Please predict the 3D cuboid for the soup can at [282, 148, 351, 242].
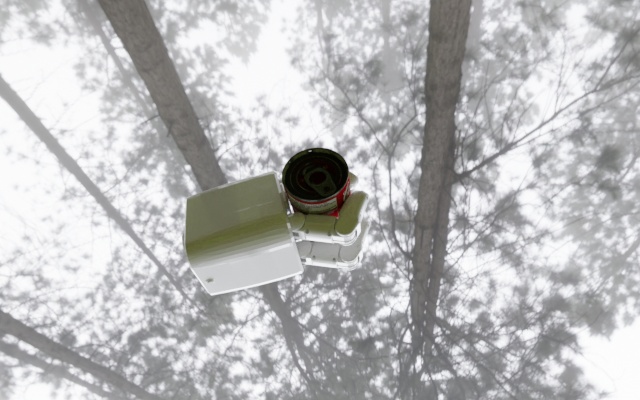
[{"bbox_3d":[0.001,0.002,0.517,0.068,0.068,0.102,0,-35,8],"label":"soup can"}]
